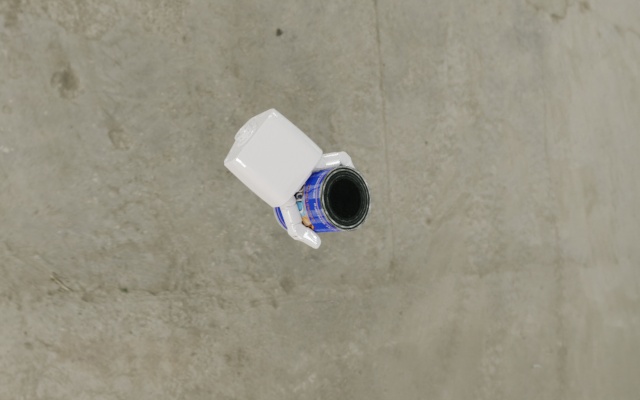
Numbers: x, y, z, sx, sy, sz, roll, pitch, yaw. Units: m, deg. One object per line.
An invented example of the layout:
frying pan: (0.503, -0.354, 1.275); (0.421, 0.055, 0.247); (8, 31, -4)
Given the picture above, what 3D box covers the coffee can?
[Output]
coffee can: (0.000, 0.003, 0.787); (0.103, 0.103, 0.140); (0, -5, -36)
